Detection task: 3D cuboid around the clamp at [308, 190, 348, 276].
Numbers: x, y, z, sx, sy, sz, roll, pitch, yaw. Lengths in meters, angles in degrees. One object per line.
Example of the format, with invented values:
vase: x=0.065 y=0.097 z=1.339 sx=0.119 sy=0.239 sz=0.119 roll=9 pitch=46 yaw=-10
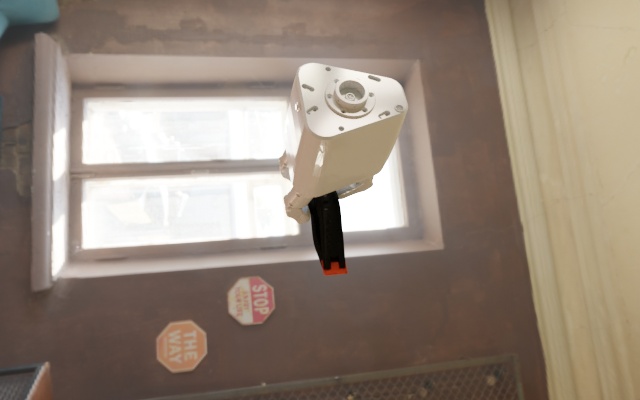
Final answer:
clamp: x=0.001 y=0.002 z=0.614 sx=0.036 sy=0.210 sz=0.165 roll=-5 pitch=-27 yaw=-10
